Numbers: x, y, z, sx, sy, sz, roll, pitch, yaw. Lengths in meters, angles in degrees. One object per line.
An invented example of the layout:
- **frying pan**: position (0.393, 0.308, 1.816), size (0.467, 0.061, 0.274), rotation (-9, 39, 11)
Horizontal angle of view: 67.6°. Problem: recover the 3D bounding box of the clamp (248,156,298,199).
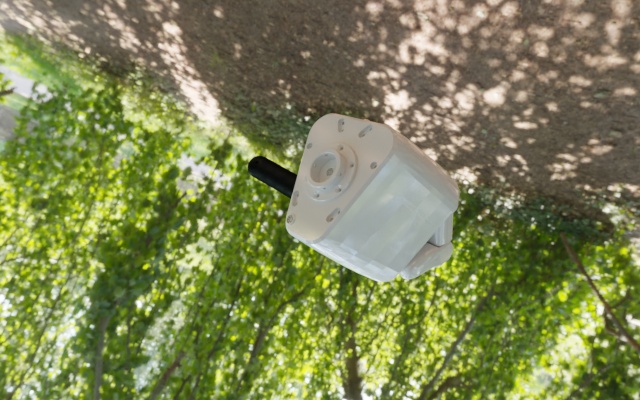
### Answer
- **clamp**: position (0.000, 0.002, 0.506), size (0.171, 0.039, 0.120), rotation (16, -14, 43)
